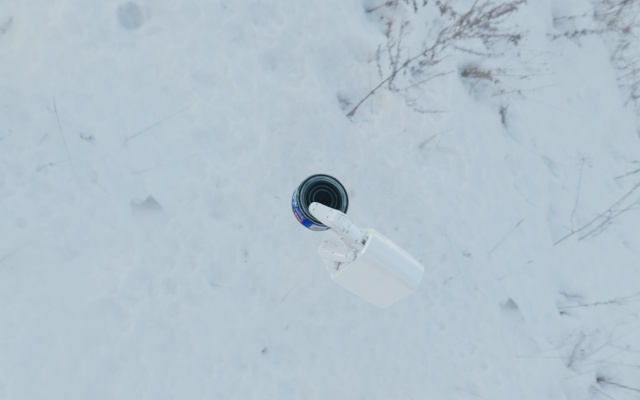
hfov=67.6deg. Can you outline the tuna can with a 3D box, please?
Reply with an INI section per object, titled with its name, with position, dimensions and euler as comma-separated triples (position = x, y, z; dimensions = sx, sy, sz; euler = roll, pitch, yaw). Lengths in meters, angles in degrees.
[tuna can]
position = 0.000, 0.002, 0.738
dimensions = 0.086, 0.086, 0.034
euler = 0, -16, -18
